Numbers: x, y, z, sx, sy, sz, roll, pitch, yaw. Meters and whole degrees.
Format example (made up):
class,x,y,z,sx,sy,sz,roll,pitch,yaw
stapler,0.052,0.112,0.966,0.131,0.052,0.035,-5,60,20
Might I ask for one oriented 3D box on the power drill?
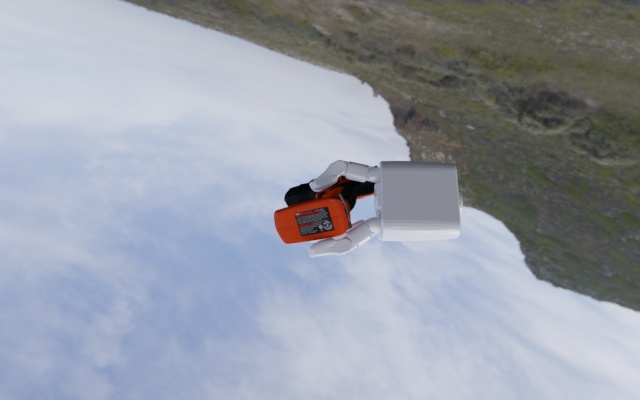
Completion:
class,x,y,z,sx,sy,sz,roll,pitch,yaw
power drill,0.000,0.003,0.731,0.184,0.057,0.187,-14,15,24
